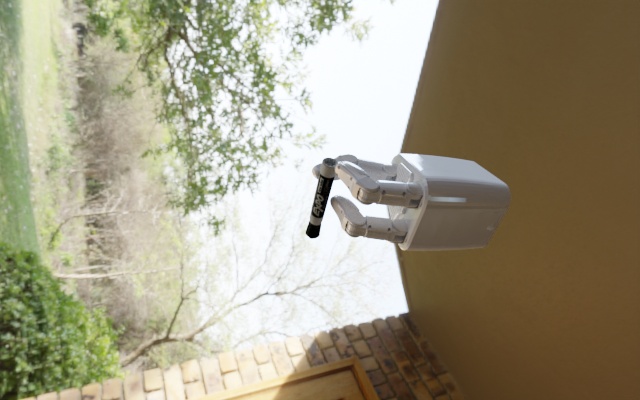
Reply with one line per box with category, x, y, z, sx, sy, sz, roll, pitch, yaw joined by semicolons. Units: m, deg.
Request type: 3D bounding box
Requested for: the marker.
marker;0.000;0.002;0.569;0.020;0.121;0.020;8;41;-7
